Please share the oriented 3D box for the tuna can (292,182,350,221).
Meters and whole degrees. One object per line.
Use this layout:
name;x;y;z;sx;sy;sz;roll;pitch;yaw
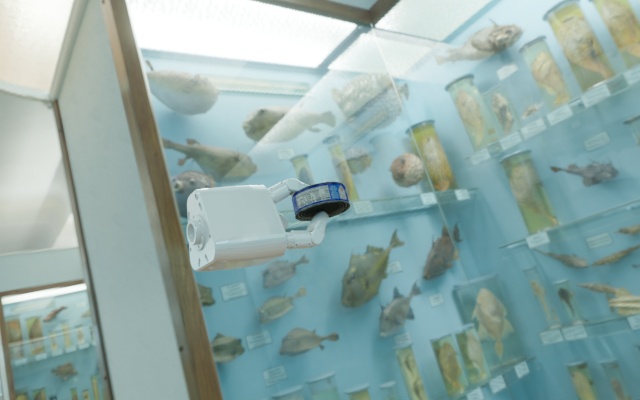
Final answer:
tuna can;0.000;0.002;0.726;0.086;0.033;0.086;-12;-17;-4
